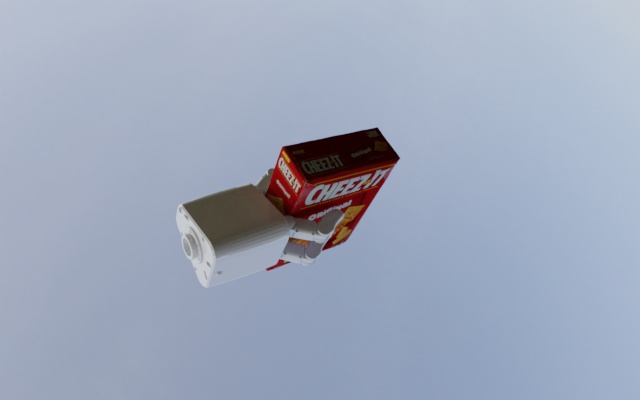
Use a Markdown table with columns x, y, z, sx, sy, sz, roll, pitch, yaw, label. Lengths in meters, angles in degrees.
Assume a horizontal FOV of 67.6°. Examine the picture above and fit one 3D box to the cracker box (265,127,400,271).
| x | y | z | sx | sy | sz | roll | pitch | yaw | label |
| --- | --- | --- | --- | --- | --- | --- | --- | --- | --- |
| 0.000 | 0.002 | 0.703 | 0.164 | 0.072 | 0.214 | -17 | -29 | -33 | cracker box |
